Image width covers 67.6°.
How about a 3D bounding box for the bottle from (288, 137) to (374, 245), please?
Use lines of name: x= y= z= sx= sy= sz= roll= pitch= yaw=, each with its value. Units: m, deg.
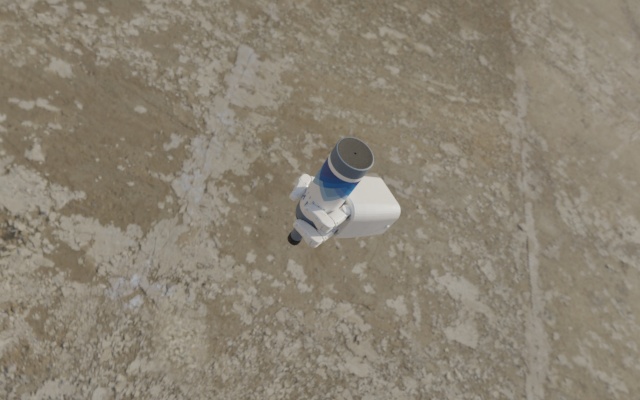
bottle: x=0.000 y=0.003 z=0.864 sx=0.069 sy=0.069 sz=0.296 roll=0 pitch=-32 yaw=-26
